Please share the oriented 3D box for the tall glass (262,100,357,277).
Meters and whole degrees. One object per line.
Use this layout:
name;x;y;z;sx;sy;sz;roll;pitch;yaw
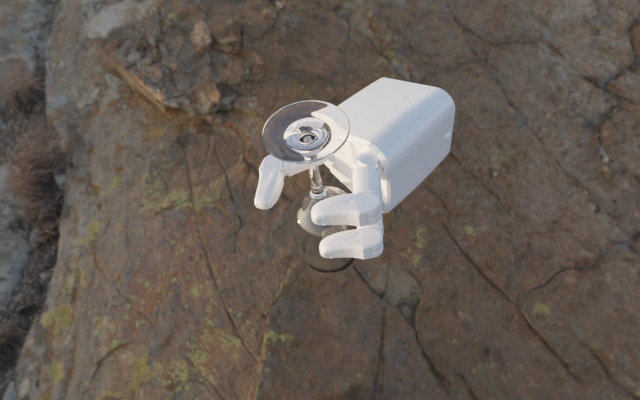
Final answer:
tall glass;0.000;0.001;0.475;0.079;0.079;0.201;0;-38;9
